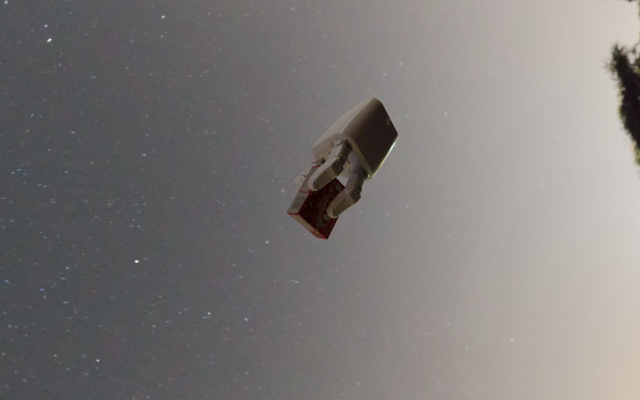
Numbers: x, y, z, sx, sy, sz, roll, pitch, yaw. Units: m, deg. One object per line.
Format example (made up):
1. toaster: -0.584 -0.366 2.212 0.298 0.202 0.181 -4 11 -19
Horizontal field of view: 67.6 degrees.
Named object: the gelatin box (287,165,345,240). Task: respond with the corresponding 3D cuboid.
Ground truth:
1. gelatin box: 0.000 0.003 0.723 0.030 0.089 0.073 4 -31 48
